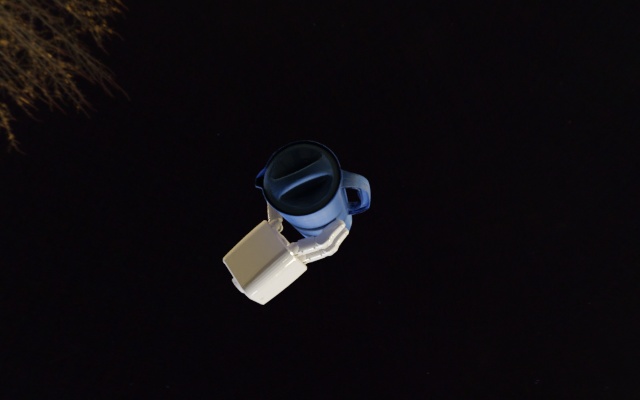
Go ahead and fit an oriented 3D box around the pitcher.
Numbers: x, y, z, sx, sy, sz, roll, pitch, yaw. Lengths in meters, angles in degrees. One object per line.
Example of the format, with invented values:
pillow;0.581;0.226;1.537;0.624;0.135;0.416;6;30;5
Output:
pitcher;0.000;0.003;0.871;0.149;0.145;0.243;45;-6;22
